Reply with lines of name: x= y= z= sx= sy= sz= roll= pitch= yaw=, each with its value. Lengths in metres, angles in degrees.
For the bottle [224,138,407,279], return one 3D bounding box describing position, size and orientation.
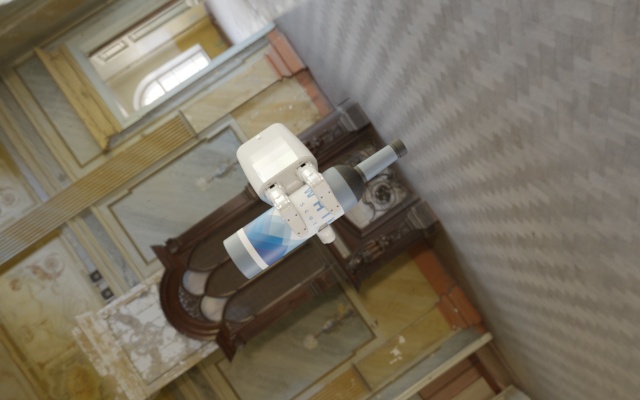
bottle: x=0.000 y=0.002 z=0.697 sx=0.295 sy=0.069 sz=0.069 roll=-35 pitch=2 yaw=-4
